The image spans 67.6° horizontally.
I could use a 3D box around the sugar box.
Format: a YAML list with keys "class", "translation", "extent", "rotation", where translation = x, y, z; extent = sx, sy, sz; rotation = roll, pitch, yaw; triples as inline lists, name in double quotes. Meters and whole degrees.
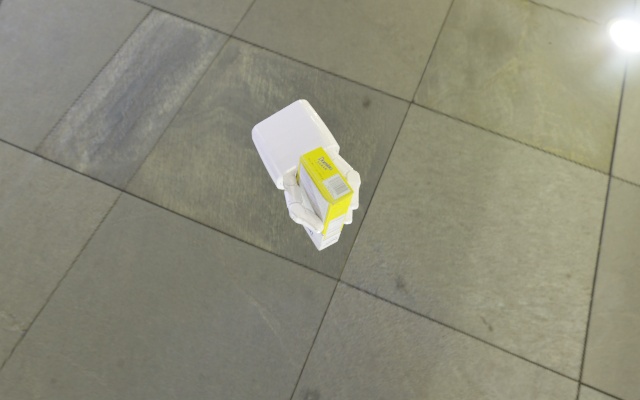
- class: "sugar box"
  translation: [0.001, 0.002, 0.759]
  extent: [0.048, 0.093, 0.176]
  rotation: [-27, -21, -16]
